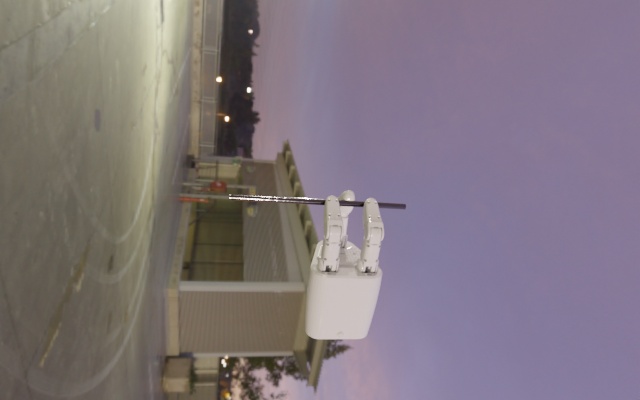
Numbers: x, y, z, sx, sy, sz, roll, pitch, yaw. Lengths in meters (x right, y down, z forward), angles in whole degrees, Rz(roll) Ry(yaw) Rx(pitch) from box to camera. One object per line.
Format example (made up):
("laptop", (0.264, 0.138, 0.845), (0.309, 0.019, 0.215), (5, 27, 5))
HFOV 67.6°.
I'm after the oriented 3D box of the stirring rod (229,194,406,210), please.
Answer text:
("stirring rod", (0.000, 0.002, 0.640), (0.239, 0.011, 0.011), (3, -1, -12))
